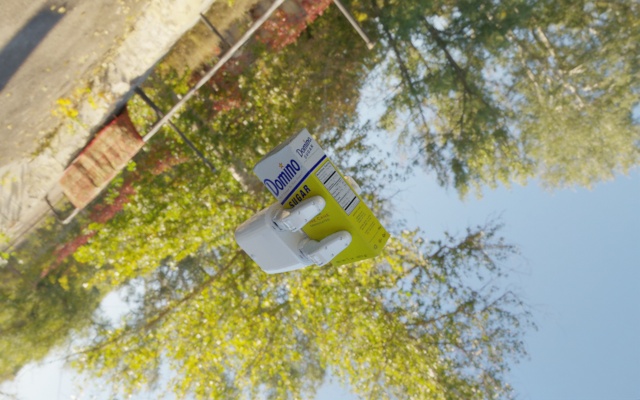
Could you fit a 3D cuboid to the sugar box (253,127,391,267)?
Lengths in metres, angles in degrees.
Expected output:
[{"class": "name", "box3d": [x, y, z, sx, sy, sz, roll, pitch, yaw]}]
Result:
[{"class": "sugar box", "box3d": [0.000, 0.002, 0.603, 0.093, 0.176, 0.048, -25, 21, 51]}]
